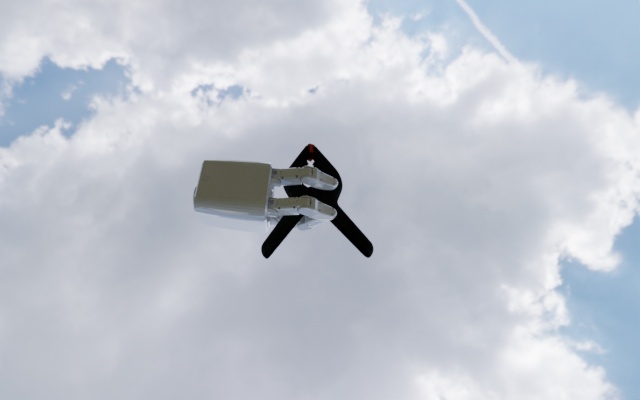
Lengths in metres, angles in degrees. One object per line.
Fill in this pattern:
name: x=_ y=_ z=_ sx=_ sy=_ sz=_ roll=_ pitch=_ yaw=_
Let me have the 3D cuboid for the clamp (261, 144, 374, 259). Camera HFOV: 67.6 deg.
clamp: x=0.000 y=0.002 z=0.745 sx=0.164 sy=0.209 sz=0.036 roll=7 pitch=-34 yaw=-6
